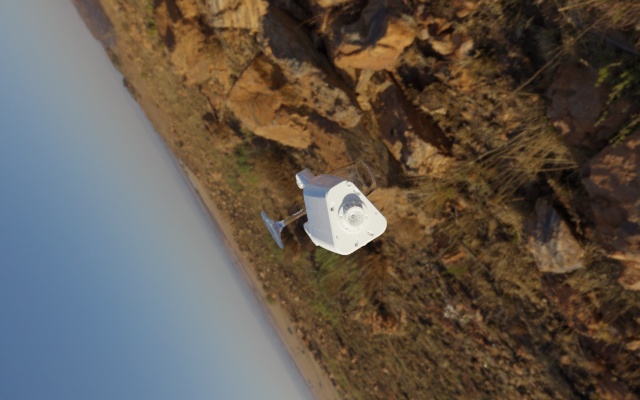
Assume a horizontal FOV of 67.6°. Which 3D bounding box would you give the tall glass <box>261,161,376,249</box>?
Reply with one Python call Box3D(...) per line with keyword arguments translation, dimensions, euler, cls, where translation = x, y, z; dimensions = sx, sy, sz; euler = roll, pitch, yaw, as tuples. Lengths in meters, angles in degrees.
Box3D(translation=(-0.001, 0.003, 0.846), dimensions=(0.201, 0.079, 0.079), euler=(-30, 8, -14), cls="tall glass")
